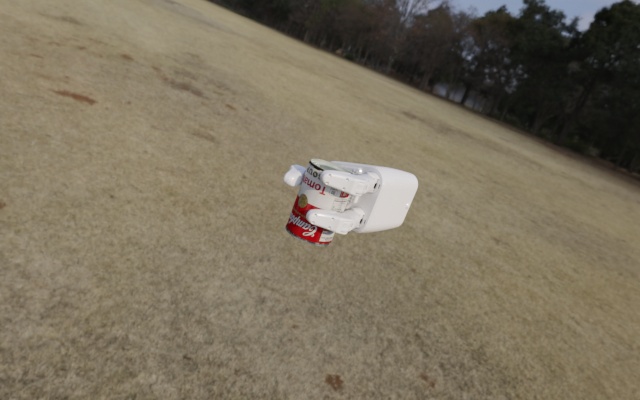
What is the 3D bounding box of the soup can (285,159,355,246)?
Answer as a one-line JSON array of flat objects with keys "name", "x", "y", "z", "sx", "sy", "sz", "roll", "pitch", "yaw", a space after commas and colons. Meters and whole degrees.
[{"name": "soup can", "x": 0.000, "y": 0.002, "z": 0.652, "sx": 0.068, "sy": 0.102, "sz": 0.068, "roll": 19, "pitch": 16, "yaw": -6}]
